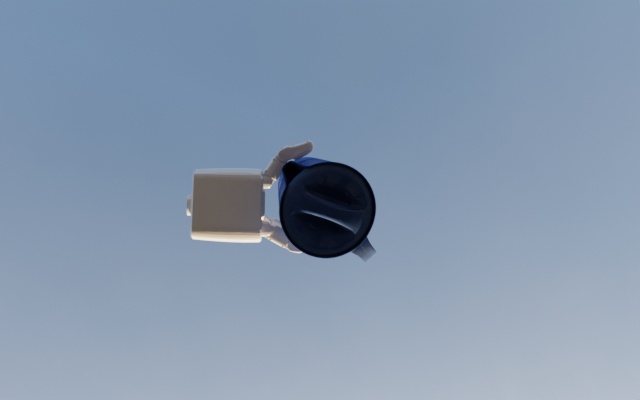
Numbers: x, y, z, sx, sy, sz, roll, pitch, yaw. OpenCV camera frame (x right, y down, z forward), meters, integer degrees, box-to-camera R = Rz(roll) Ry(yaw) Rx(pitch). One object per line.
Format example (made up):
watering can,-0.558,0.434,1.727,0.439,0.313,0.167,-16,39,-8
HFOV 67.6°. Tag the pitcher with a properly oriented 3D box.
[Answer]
pitcher,0.000,0.002,0.755,0.145,0.149,0.242,0,10,-8
